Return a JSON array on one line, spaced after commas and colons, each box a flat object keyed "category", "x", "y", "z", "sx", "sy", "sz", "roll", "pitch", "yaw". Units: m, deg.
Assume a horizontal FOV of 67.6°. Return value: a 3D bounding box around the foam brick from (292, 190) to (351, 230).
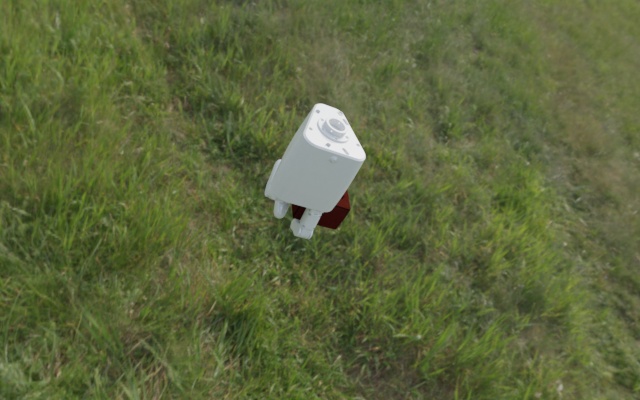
[{"category": "foam brick", "x": 0.000, "y": 0.002, "z": 0.738, "sx": 0.078, "sy": 0.053, "sz": 0.051, "roll": 16, "pitch": -49, "yaw": -22}]
